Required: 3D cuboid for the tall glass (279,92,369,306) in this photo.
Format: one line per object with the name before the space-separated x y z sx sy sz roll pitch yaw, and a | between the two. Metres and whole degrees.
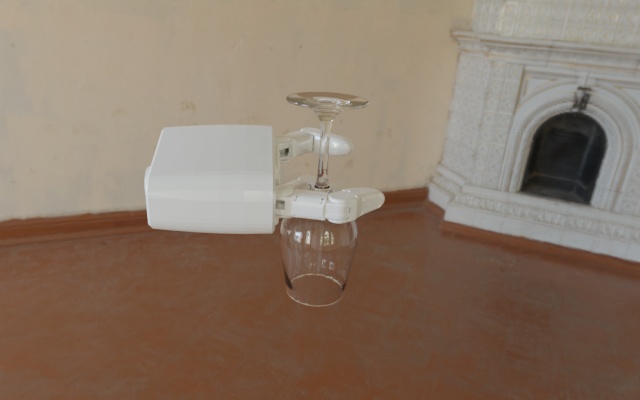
tall glass | 0.000 0.001 0.463 0.079 0.201 0.079 3 22 -1
